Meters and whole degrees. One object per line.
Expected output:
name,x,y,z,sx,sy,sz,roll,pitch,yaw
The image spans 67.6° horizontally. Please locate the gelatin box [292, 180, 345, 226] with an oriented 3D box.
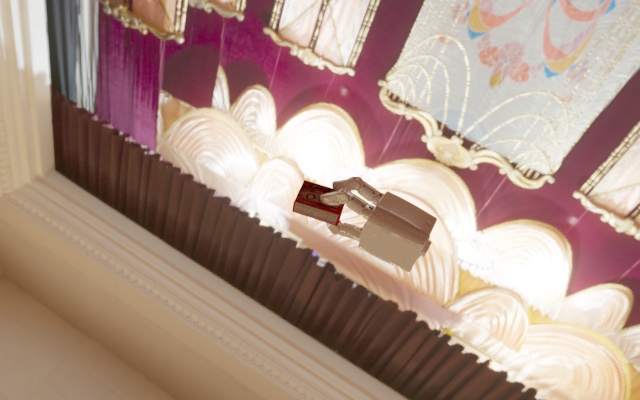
gelatin box,0.000,0.003,0.885,0.089,0.030,0.073,17,37,3
